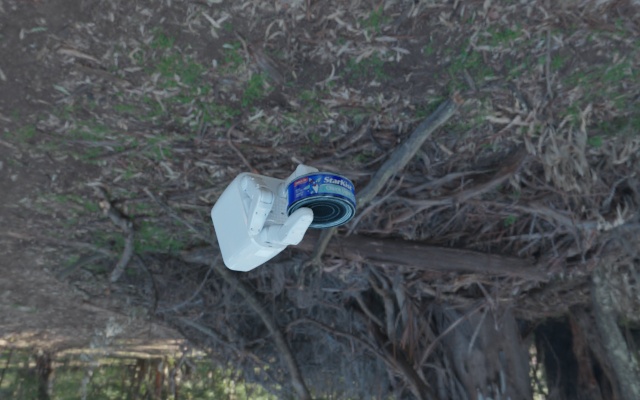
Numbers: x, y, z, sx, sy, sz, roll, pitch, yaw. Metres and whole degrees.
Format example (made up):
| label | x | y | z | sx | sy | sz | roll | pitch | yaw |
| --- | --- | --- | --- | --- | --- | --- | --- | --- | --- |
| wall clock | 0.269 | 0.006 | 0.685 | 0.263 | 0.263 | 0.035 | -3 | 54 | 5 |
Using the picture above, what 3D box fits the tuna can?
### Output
| label | x | y | z | sx | sy | sz | roll | pitch | yaw |
| --- | --- | --- | --- | --- | --- | --- | --- | --- | --- |
| tuna can | 0.000 | 0.002 | 0.583 | 0.086 | 0.033 | 0.086 | -3 | -30 | -1 |
